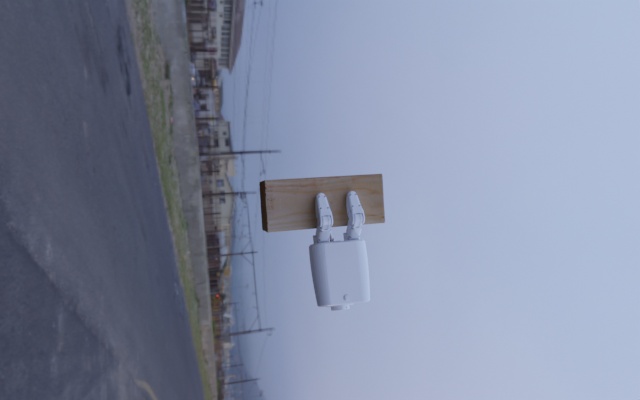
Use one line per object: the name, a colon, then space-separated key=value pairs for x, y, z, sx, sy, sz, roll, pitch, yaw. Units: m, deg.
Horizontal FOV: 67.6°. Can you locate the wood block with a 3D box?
wood block: x=0.000 y=0.003 z=0.852 sx=0.206 sy=0.090 sz=0.091 roll=-4 pitch=0 yaw=-13
